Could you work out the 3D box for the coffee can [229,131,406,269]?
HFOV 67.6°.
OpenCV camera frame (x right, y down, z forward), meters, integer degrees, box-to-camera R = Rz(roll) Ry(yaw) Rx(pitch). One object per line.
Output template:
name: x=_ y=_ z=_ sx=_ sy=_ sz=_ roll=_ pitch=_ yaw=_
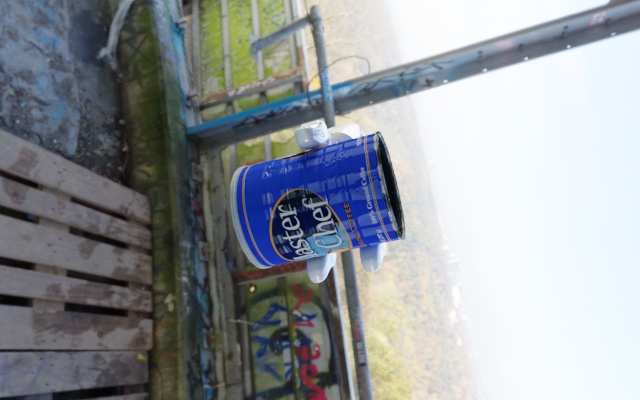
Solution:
coffee can: x=0.000 y=0.002 z=0.454 sx=0.140 sy=0.103 sz=0.103 roll=-13 pitch=-4 yaw=15
